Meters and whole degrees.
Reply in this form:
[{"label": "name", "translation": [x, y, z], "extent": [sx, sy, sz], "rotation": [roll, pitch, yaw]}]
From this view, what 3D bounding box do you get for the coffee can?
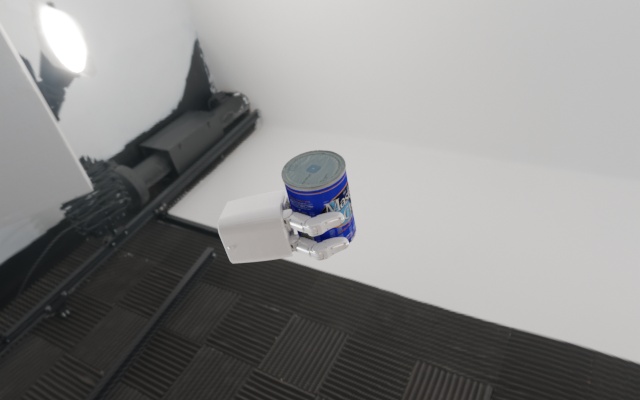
[{"label": "coffee can", "translation": [0.000, 0.002, 0.790], "extent": [0.103, 0.140, 0.102], "rotation": [-8, 38, 6]}]
